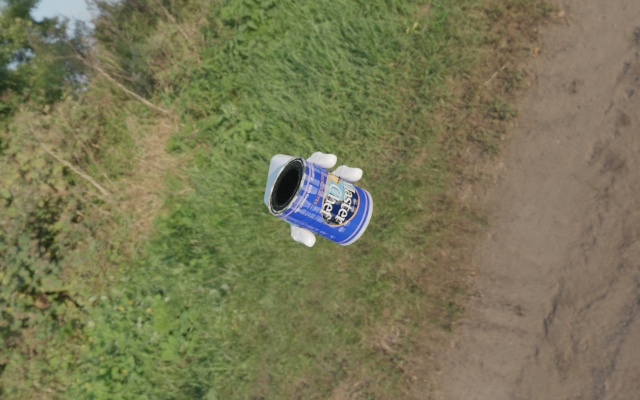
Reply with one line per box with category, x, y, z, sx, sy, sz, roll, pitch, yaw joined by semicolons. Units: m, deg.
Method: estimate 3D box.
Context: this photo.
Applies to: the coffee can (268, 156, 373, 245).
coffee can;0.000;0.003;0.785;0.140;0.102;0.103;26;-13;-29
